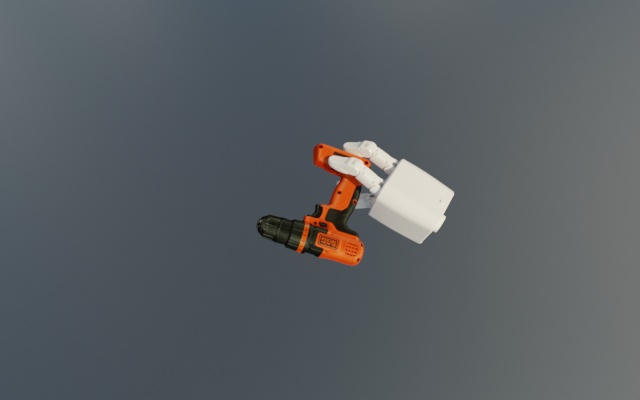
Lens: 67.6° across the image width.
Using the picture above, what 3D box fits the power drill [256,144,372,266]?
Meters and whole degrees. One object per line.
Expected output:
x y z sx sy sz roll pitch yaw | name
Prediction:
0.001 0.002 0.816 0.184 0.187 0.057 18 -13 -10 | power drill
